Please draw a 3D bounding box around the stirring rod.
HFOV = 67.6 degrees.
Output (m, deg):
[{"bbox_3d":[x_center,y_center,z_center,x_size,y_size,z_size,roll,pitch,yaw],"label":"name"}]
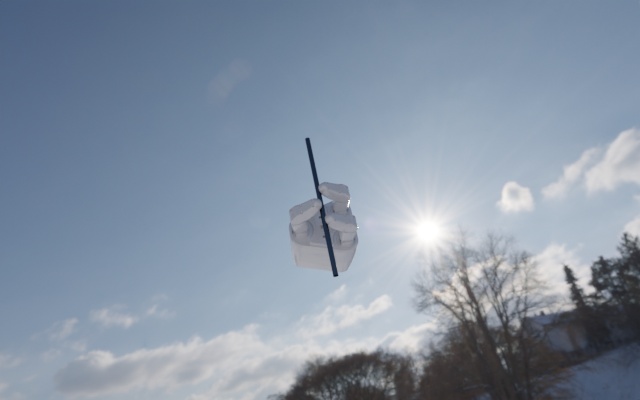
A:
[{"bbox_3d":[0.000,0.003,0.726,0.011,0.239,0.011,-9,-29,-5],"label":"stirring rod"}]
